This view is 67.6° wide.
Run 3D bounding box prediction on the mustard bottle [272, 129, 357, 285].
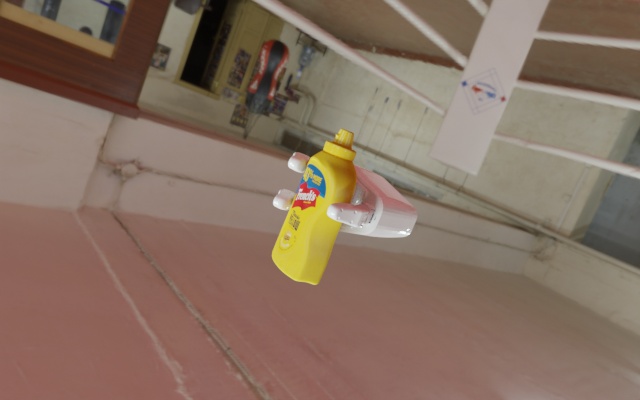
[{"bbox_3d":[0.000,0.002,0.605,0.058,0.191,0.096,17,9,-26],"label":"mustard bottle"}]
